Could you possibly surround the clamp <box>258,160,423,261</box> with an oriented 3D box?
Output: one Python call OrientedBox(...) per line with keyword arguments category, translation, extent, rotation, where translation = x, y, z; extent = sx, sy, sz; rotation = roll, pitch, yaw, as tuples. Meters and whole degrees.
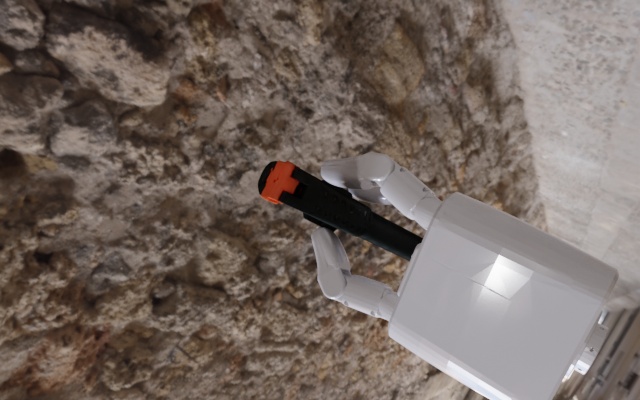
OrientedBox(category="clamp", translation=(0.000, 0.002, 0.404), extent=(0.164, 0.036, 0.210), rotation=(26, 0, 29))
